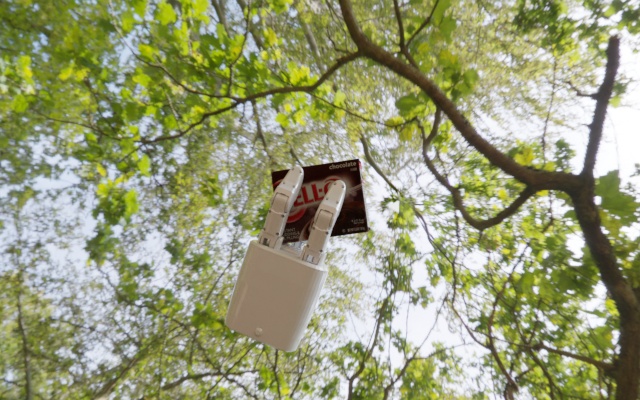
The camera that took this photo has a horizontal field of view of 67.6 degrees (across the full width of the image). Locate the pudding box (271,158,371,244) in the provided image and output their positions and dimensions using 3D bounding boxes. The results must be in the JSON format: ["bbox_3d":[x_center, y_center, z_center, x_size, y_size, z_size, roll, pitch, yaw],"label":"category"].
[{"bbox_3d":[0.000,0.002,0.589,0.113,0.090,0.039,-8,-5,7],"label":"pudding box"}]
